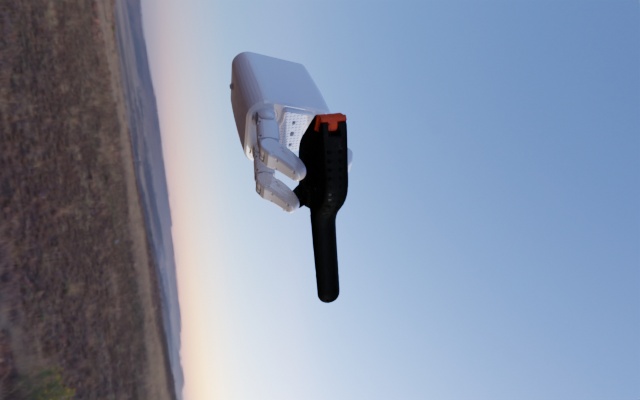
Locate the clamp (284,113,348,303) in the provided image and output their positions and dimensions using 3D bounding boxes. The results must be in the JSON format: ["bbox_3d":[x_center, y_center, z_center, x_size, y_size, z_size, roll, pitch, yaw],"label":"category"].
[{"bbox_3d":[0.001,0.001,0.522,0.036,0.164,0.210,-9,-37,-20],"label":"clamp"}]
